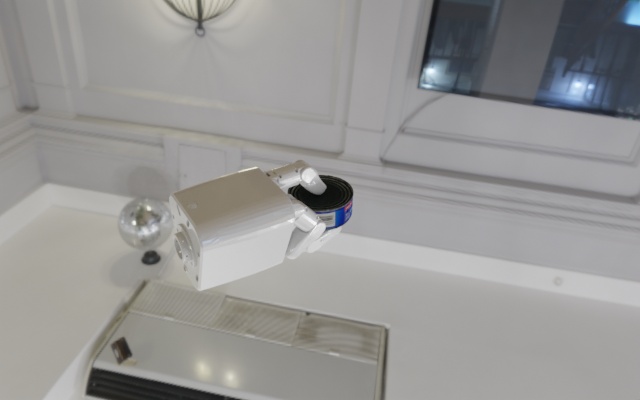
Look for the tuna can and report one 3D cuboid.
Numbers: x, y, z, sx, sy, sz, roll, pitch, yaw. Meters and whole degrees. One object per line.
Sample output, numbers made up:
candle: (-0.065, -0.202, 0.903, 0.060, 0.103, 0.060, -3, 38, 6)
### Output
tuna can: (0.000, 0.003, 0.627, 0.086, 0.034, 0.086, 0, 34, 0)
